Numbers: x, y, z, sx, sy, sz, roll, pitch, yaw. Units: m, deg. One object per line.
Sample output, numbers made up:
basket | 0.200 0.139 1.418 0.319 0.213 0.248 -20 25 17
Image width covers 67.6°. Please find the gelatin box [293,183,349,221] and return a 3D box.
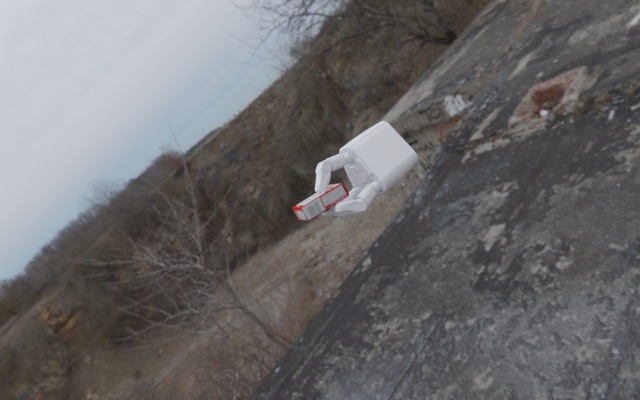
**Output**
gelatin box | 0.000 0.003 0.859 0.089 0.030 0.073 -31 8 -14
